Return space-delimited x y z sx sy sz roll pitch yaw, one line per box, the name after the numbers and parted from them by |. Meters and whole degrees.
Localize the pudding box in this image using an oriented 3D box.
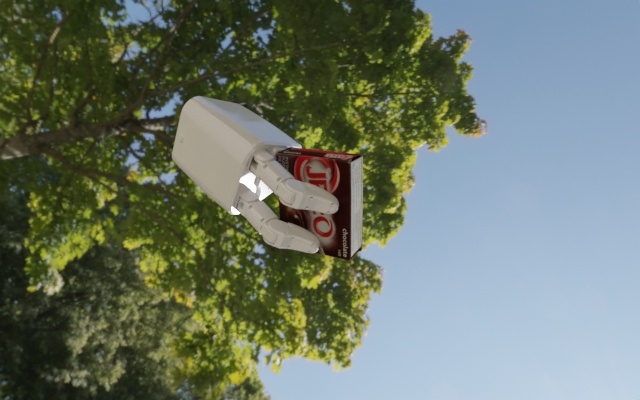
0.000 0.002 0.522 0.090 0.113 0.039 9 23 30 | pudding box
